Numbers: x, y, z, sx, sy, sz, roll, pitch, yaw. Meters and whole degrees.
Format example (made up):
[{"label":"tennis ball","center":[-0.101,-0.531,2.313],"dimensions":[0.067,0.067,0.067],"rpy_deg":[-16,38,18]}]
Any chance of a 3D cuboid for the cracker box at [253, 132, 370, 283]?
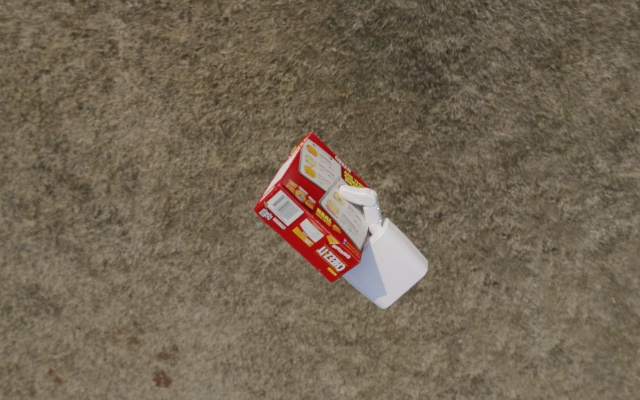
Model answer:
[{"label":"cracker box","center":[0.000,0.002,0.761],"dimensions":[0.072,0.164,0.213],"rpy_deg":[-40,13,27]}]
